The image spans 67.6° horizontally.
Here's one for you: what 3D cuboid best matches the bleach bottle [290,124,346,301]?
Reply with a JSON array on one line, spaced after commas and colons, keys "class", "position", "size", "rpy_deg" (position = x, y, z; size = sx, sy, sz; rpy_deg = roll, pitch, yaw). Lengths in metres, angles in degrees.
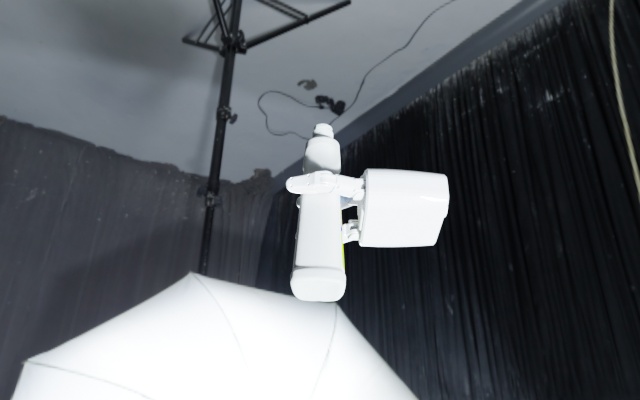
[{"class": "bleach bottle", "position": [0.000, 0.002, 0.648], "size": [0.068, 0.250, 0.103], "rpy_deg": [1, -26, 1]}]
